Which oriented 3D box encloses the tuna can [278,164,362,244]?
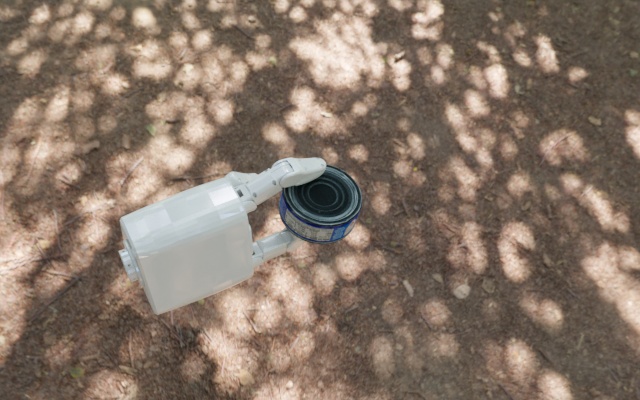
[{"bbox_3d":[0.000,0.001,0.505,0.086,0.086,0.034,0,-38,-14],"label":"tuna can"}]
